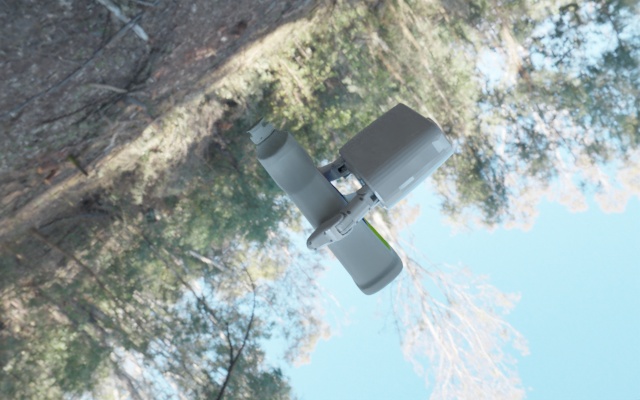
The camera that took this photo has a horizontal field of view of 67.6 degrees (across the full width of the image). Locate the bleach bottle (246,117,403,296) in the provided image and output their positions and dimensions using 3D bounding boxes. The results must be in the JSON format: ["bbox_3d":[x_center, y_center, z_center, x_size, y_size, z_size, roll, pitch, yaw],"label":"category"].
[{"bbox_3d":[0.000,0.002,0.602,0.068,0.251,0.102,-39,18,3],"label":"bleach bottle"}]
